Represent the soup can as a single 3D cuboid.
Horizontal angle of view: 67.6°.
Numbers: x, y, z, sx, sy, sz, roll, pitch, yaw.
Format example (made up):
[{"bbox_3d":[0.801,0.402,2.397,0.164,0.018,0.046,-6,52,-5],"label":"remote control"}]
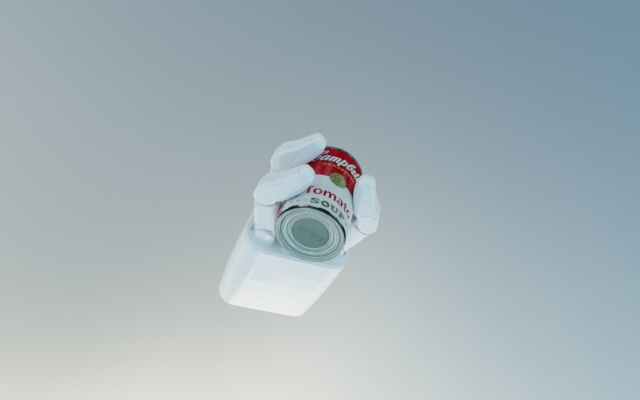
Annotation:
[{"bbox_3d":[0.000,0.001,0.465,0.068,0.069,0.102,0,37,15],"label":"soup can"}]
